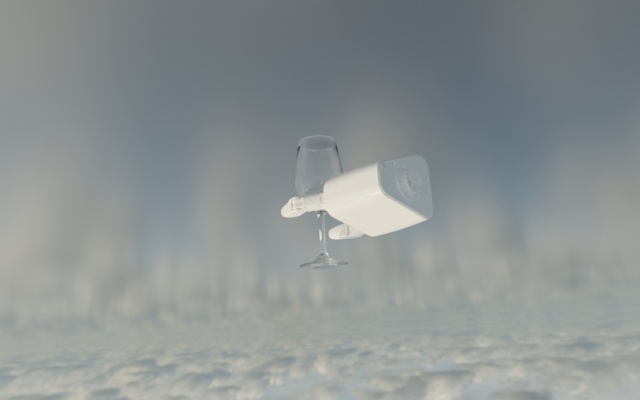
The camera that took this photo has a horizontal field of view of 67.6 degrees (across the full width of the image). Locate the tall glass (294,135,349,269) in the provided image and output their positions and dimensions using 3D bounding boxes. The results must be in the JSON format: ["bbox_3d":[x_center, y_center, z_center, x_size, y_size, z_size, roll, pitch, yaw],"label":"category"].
[{"bbox_3d":[0.000,0.003,0.744,0.079,0.201,0.079,-3,-15,-1],"label":"tall glass"}]
